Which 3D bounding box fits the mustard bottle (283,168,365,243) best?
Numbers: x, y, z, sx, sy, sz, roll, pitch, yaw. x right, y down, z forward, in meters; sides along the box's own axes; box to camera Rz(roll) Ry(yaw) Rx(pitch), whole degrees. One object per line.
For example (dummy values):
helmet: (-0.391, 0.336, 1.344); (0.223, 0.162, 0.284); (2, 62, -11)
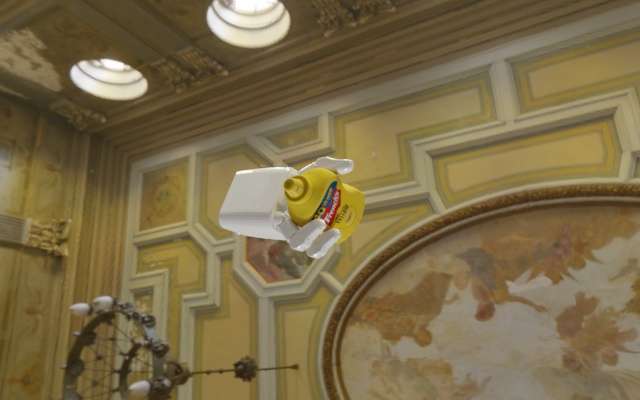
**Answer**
mustard bottle: (0.001, 0.003, 0.733); (0.058, 0.096, 0.192); (29, 0, 32)
